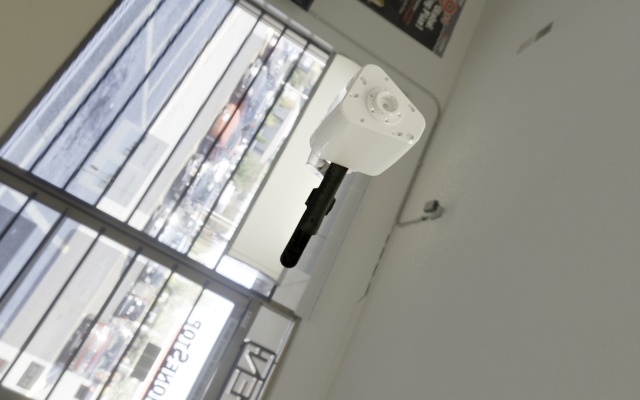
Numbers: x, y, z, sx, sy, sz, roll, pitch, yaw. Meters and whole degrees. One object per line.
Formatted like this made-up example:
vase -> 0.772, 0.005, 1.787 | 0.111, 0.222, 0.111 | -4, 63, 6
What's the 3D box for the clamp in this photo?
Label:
clamp -> 0.001, 0.002, 0.627 | 0.039, 0.171, 0.120 | 29, -25, -7
